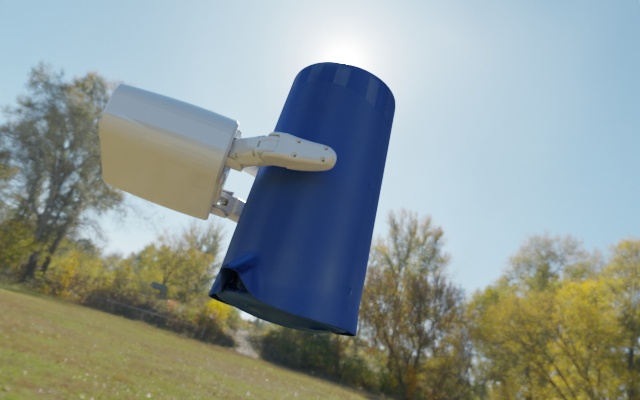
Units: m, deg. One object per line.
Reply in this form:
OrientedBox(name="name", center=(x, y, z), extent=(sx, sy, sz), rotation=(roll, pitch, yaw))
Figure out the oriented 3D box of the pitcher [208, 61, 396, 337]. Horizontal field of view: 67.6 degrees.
OrientedBox(name="pitcher", center=(0.000, 0.001, 0.461), extent=(0.145, 0.242, 0.149), rotation=(18, -18, -8))
